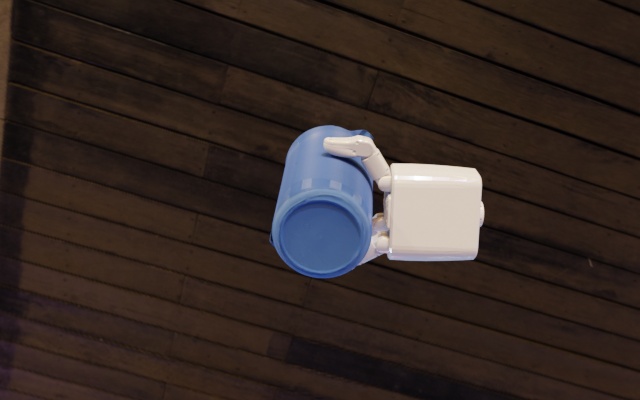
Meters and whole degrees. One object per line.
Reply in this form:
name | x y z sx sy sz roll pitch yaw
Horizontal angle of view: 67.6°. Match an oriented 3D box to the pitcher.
pitcher | 0.000 0.002 0.616 0.145 0.149 0.242 2 22 3
